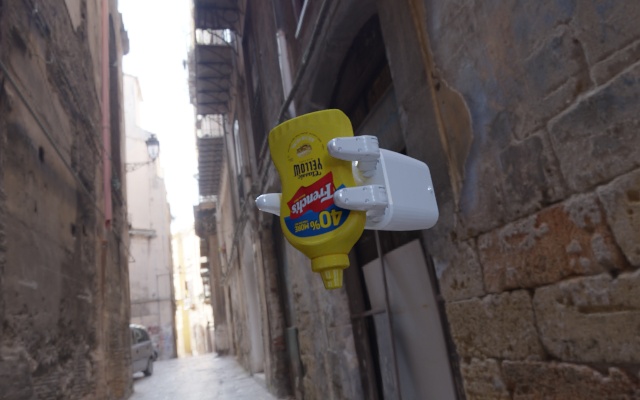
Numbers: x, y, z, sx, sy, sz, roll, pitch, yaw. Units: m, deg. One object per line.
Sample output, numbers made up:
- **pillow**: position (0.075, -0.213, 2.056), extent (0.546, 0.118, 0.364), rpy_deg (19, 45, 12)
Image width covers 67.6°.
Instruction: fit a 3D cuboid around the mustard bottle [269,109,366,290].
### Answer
- **mustard bottle**: position (0.000, 0.001, 0.528), extent (0.096, 0.191, 0.058), rpy_deg (-14, -16, 18)
